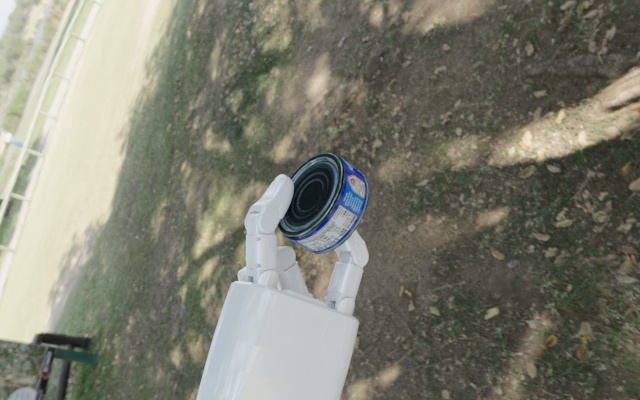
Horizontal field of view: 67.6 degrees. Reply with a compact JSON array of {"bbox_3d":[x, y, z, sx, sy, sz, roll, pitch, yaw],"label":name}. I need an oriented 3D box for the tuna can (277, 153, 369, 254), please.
[{"bbox_3d":[0.000,0.001,0.422,0.034,0.086,0.086,33,-20,-34],"label":"tuna can"}]
